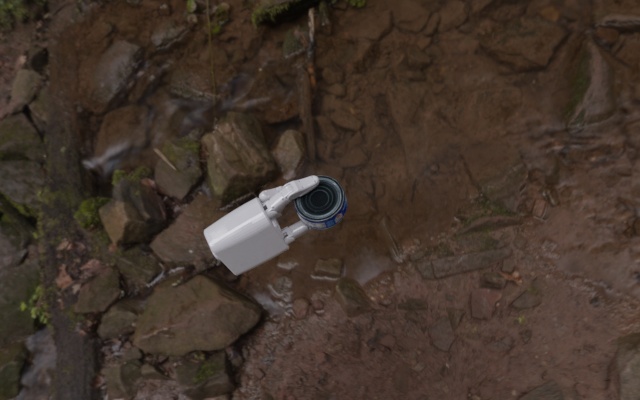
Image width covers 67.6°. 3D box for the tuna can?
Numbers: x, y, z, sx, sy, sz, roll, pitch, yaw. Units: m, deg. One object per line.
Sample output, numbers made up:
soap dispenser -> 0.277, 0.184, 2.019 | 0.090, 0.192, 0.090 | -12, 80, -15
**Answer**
tuna can -> 0.000, 0.002, 0.785 | 0.086, 0.086, 0.034 | 0, -25, 11
